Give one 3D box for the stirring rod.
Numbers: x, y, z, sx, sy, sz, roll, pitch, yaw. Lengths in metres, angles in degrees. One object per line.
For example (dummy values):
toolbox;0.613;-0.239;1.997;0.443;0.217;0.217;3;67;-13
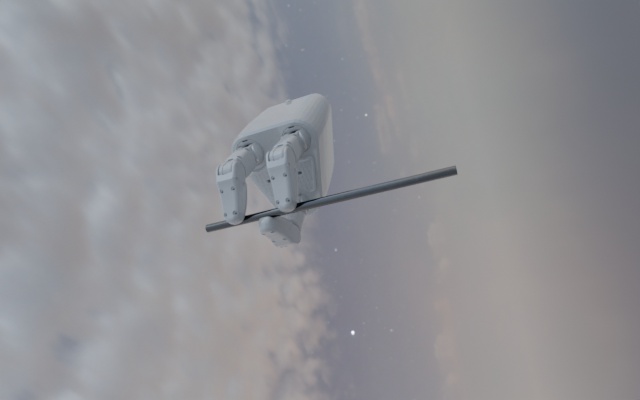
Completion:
stirring rod;0.000;0.001;0.428;0.239;0.011;0.011;-13;-5;19
